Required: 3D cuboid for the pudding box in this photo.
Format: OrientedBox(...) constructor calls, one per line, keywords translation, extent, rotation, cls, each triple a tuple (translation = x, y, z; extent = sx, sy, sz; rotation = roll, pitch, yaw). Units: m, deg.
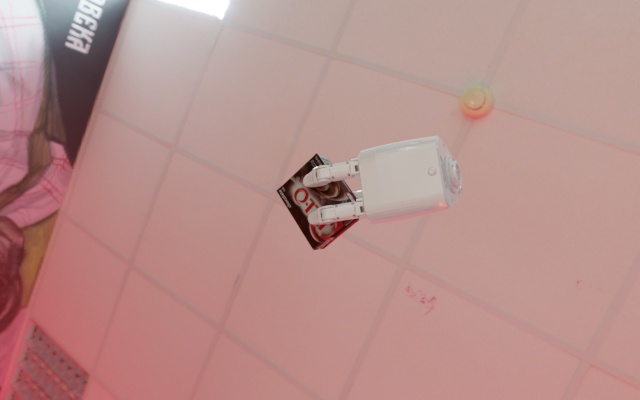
OrientedBox(translation=(0.000, 0.002, 0.700), extent=(0.090, 0.113, 0.039), rotation=(-41, -23, 21), cls="pudding box")
